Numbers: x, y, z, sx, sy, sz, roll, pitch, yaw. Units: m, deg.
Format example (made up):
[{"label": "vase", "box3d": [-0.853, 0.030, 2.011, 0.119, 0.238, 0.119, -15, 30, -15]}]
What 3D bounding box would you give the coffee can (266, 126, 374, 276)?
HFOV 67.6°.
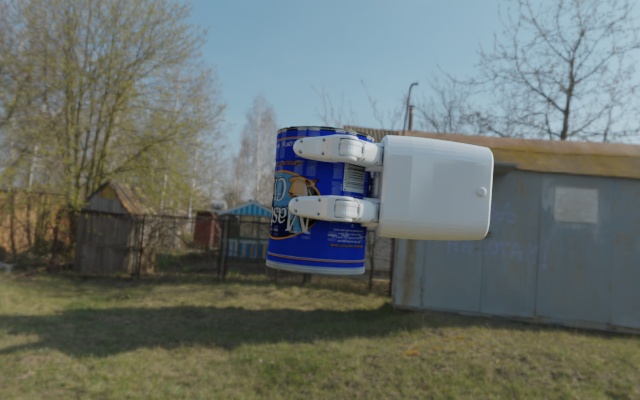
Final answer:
[{"label": "coffee can", "box3d": [0.000, 0.002, 0.499, 0.103, 0.140, 0.103, 5, -2, 0]}]
